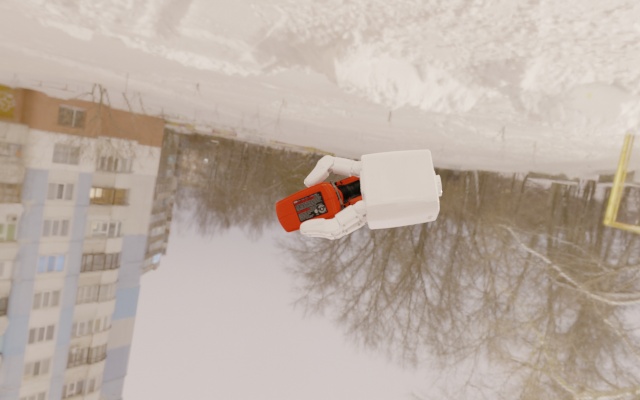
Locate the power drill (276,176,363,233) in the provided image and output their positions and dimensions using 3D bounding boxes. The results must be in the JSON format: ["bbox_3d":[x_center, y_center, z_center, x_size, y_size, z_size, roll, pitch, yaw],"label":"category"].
[{"bbox_3d":[0.000,0.003,0.811,0.184,0.057,0.187,-23,0,25],"label":"power drill"}]
